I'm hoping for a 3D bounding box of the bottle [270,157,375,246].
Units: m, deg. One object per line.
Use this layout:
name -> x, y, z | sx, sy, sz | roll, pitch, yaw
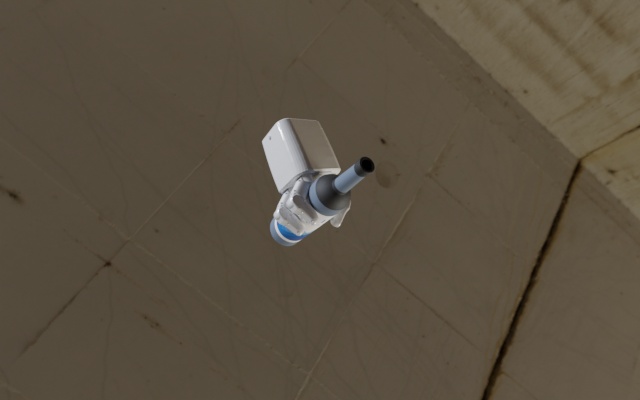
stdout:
bottle -> 0.000, 0.003, 0.820 | 0.069, 0.069, 0.296 | 0, -22, -30
